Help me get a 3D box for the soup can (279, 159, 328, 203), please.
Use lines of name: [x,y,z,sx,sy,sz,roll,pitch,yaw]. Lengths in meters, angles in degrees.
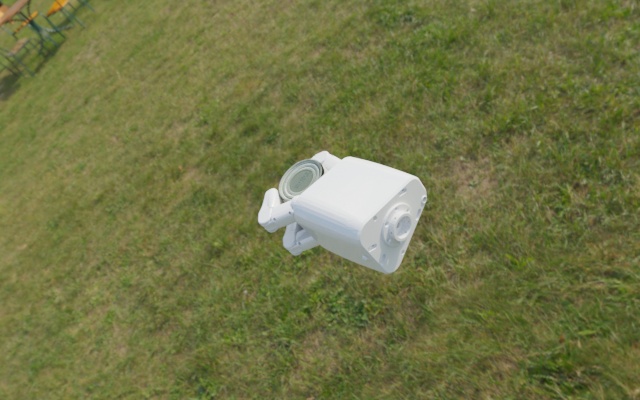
soup can: [0.000,0.002,0.627,0.068,0.068,0.102,0,-34,38]
